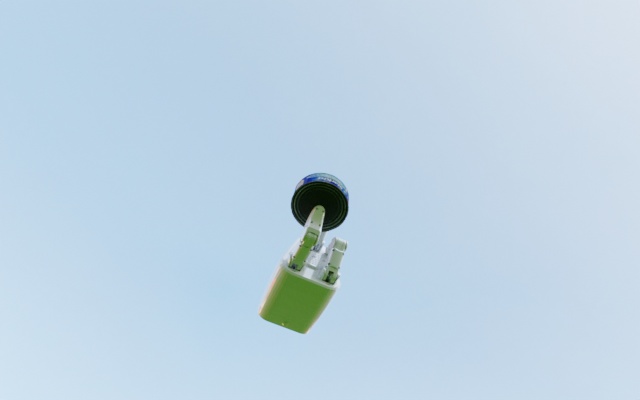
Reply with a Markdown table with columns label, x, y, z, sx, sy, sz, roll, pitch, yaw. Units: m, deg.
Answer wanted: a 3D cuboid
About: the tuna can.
| label | x | y | z | sx | sy | sz | roll | pitch | yaw |
| --- | --- | --- | --- | --- | --- | --- | --- | --- | --- |
| tuna can | 0.000 | 0.002 | 0.713 | 0.086 | 0.086 | 0.033 | 0 | 29 | 6 |
